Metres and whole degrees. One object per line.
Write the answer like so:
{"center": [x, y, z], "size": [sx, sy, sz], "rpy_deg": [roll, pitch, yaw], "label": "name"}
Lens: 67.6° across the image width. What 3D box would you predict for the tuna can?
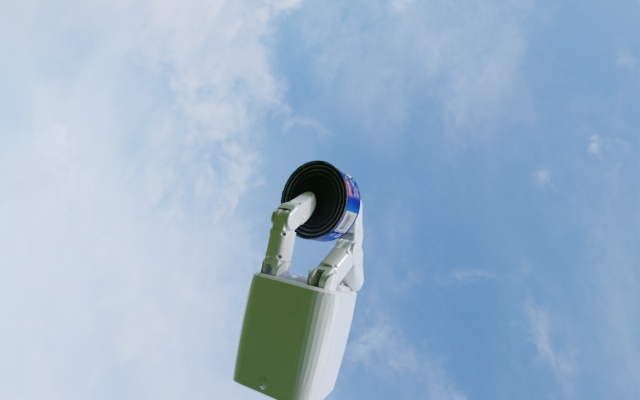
{"center": [0.000, 0.002, 0.521], "size": [0.086, 0.086, 0.034], "rpy_deg": [0, -10, 34], "label": "tuna can"}
